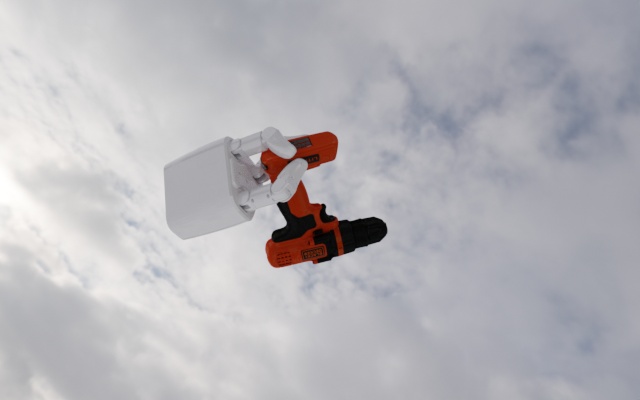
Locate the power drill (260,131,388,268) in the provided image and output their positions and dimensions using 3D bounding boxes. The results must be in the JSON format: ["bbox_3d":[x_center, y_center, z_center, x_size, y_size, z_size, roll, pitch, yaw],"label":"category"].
[{"bbox_3d":[0.000,0.002,0.674,0.184,0.188,0.057,-14,28,-7],"label":"power drill"}]
